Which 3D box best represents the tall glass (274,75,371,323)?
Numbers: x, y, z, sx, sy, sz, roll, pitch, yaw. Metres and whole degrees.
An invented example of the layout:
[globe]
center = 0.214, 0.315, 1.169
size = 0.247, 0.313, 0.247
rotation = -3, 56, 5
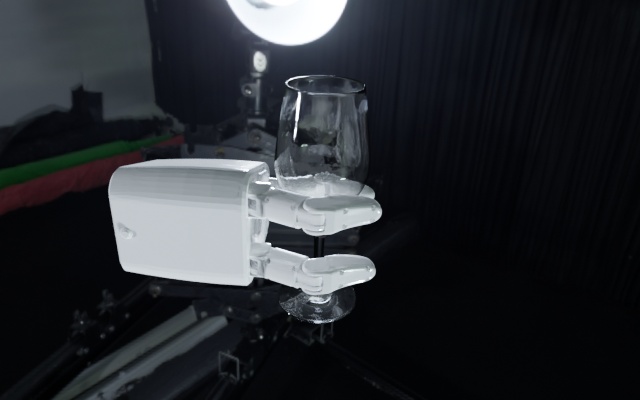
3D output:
[tall glass]
center = 0.000, 0.002, 0.405
size = 0.079, 0.201, 0.079
rotation = 2, 27, -1
